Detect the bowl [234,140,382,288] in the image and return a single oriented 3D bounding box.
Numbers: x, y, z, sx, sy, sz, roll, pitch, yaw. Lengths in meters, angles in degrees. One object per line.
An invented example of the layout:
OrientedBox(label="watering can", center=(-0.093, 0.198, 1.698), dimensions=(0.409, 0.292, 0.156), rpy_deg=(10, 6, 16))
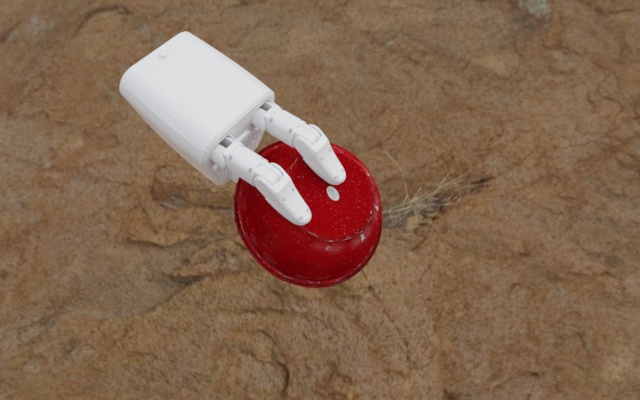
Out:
OrientedBox(label="bowl", center=(0.001, 0.002, 0.469), dimensions=(0.162, 0.162, 0.055), rpy_deg=(0, -17, -22))
